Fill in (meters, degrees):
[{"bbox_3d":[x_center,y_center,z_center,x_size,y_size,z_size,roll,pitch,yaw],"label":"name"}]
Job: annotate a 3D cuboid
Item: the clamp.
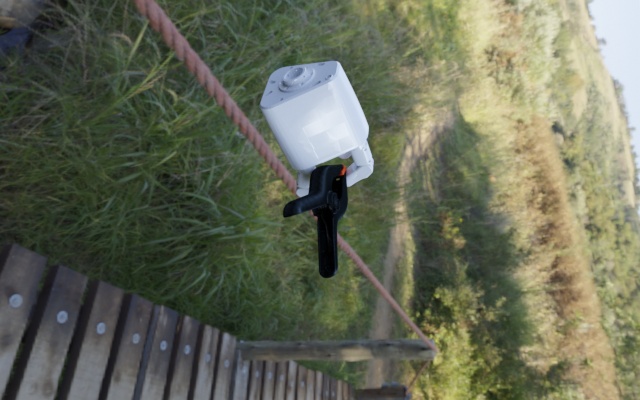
[{"bbox_3d":[0.001,0.002,0.629,0.039,0.171,0.120,-10,-45,21],"label":"clamp"}]
